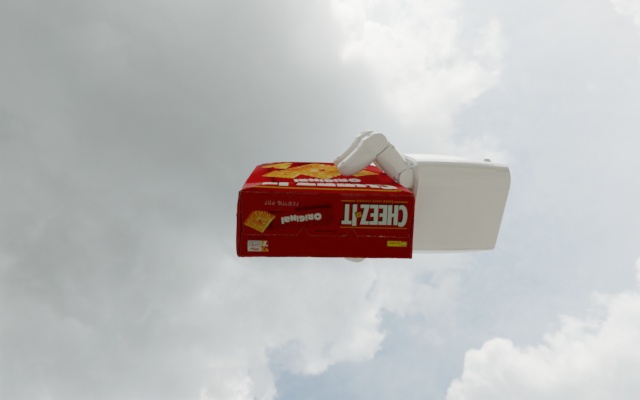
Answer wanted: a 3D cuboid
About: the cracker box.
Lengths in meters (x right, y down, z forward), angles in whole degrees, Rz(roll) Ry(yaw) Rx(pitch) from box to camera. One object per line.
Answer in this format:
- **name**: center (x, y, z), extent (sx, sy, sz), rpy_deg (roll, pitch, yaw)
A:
- **cracker box**: center (0.000, 0.002, 0.534), extent (0.164, 0.072, 0.213), rpy_deg (1, 10, -3)
